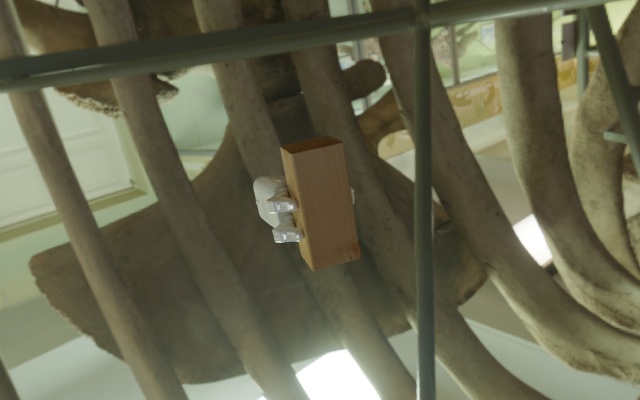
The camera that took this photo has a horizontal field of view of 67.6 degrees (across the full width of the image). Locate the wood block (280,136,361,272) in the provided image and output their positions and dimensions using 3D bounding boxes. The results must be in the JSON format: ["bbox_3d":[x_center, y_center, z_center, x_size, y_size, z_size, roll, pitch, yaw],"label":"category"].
[{"bbox_3d":[0.000,0.003,0.825,0.091,0.206,0.090,-15,18,-13],"label":"wood block"}]
